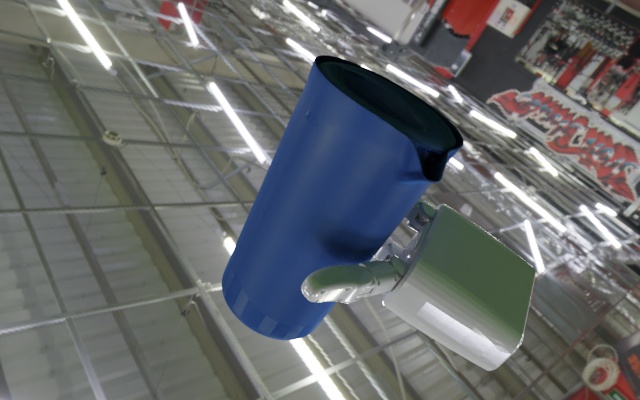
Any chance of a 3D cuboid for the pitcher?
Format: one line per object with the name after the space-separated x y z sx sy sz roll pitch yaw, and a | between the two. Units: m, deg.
0.000 0.002 0.432 0.145 0.243 0.149 33 27 4 | pitcher
